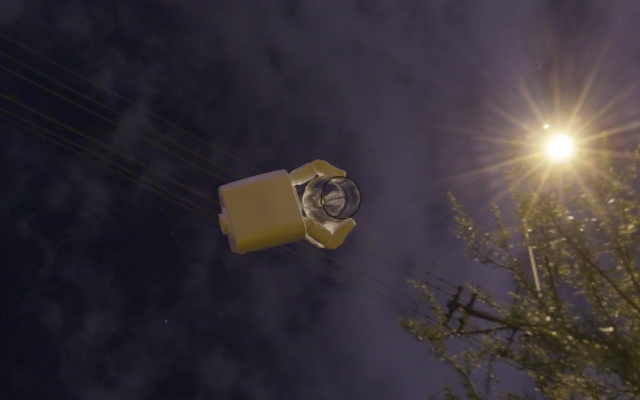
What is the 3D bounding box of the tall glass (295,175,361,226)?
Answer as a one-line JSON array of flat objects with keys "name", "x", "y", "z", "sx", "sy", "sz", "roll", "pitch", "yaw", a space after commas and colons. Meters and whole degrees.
[{"name": "tall glass", "x": 0.000, "y": 0.002, "z": 0.767, "sx": 0.079, "sy": 0.079, "sz": 0.201, "roll": 0, "pitch": -4, "yaw": -17}]
